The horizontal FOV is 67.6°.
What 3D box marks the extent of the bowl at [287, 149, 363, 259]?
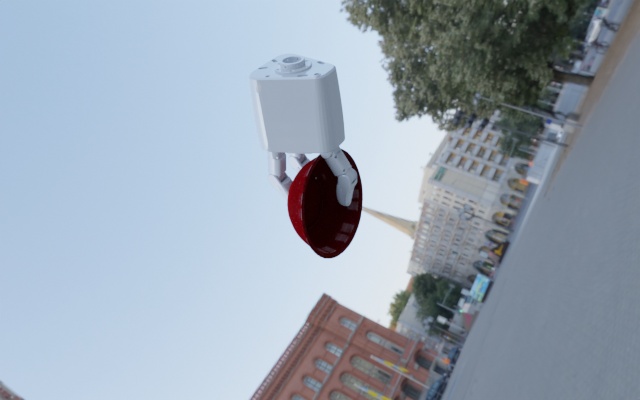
[{"bbox_3d":[0.000,0.004,0.706,0.055,0.162,0.162,4,2,35],"label":"bowl"}]
